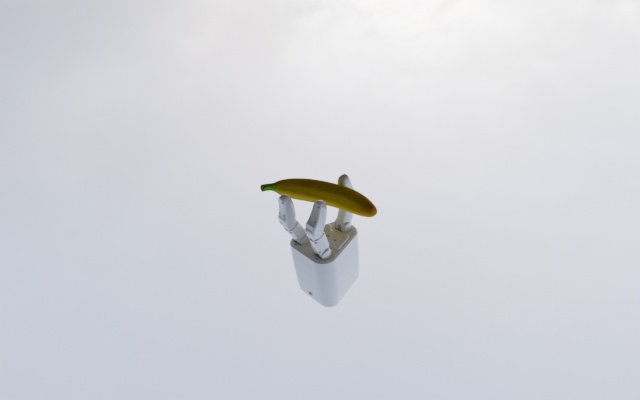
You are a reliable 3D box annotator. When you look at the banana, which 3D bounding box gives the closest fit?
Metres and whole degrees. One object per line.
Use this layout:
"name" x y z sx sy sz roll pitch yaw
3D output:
"banana" 0.005 -0.006 0.765 0.198 0.037 0.069 11 29 23
